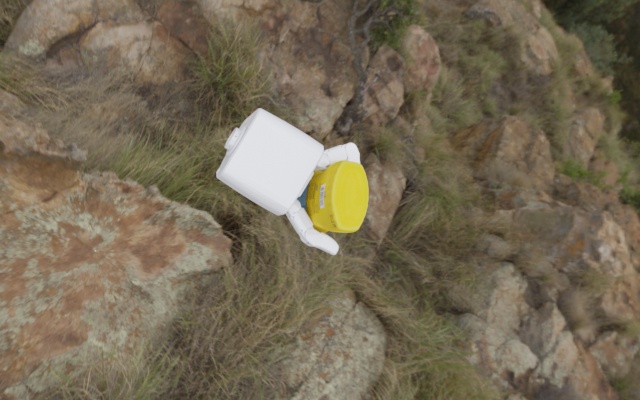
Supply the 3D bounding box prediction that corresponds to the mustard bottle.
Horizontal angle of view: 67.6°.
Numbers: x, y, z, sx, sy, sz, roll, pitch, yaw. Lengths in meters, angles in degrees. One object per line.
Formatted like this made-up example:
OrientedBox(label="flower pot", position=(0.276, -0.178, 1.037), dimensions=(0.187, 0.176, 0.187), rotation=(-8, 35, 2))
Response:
OrientedBox(label="mustard bottle", position=(0.001, 0.002, 0.713), dimensions=(0.058, 0.096, 0.191), rotation=(5, -8, -25))
